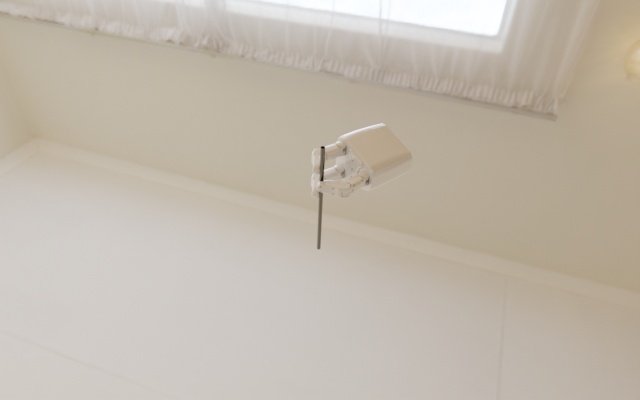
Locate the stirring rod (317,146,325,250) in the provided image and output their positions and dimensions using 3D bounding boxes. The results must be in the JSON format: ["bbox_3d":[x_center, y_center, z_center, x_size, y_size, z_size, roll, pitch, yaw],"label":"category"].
[{"bbox_3d":[0.000,0.003,0.885,0.011,0.240,0.011,1,39,-1],"label":"stirring rod"}]
